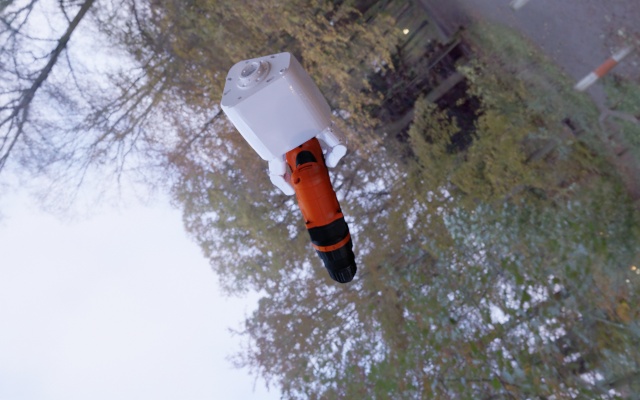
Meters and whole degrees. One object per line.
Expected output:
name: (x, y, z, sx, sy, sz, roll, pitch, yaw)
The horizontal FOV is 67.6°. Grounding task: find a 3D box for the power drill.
power drill: (0.000, 0.002, 0.675, 0.057, 0.184, 0.187, -18, 31, -1)
